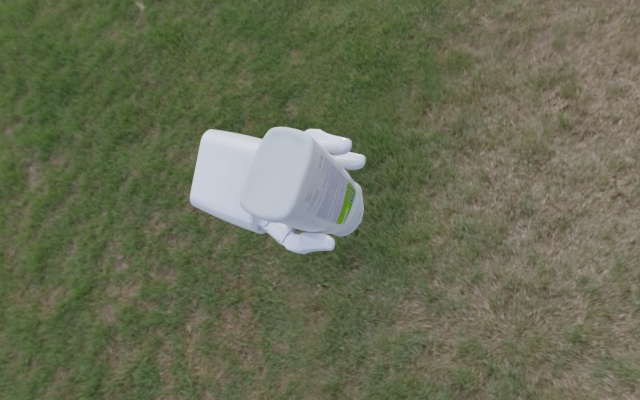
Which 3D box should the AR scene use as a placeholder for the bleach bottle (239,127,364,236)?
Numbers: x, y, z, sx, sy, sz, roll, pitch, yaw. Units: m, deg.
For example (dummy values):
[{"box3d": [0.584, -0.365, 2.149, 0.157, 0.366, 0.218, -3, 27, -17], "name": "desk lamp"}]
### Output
[{"box3d": [0.000, 0.002, 0.589, 0.068, 0.102, 0.251, 17, -8, 25], "name": "bleach bottle"}]
